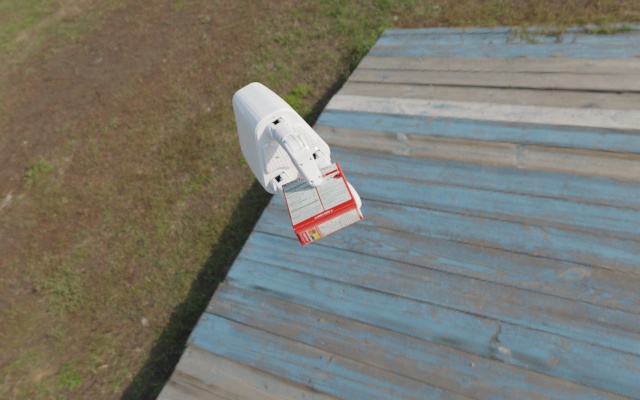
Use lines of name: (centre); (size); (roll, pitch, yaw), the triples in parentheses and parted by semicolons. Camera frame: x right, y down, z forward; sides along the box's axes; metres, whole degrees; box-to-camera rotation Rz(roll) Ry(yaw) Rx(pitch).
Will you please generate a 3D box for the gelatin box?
gelatin box: (0.000, 0.002, 0.539); (0.073, 0.030, 0.089); (-24, 37, 3)
